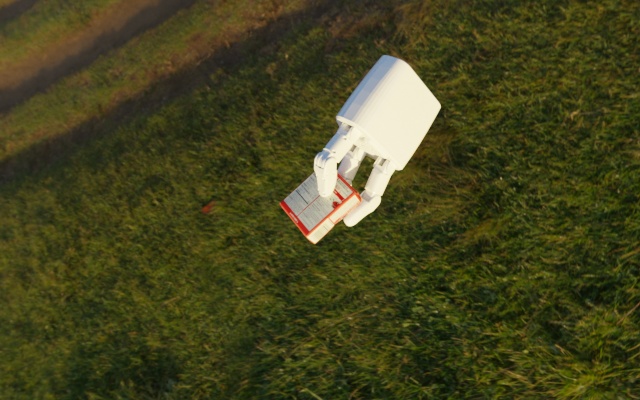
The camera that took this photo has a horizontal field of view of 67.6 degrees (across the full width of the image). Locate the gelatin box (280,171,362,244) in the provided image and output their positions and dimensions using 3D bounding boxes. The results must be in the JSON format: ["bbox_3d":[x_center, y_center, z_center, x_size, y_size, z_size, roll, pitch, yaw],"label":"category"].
[{"bbox_3d":[0.000,0.002,0.644,0.073,0.089,0.030,48,0,36],"label":"gelatin box"}]
